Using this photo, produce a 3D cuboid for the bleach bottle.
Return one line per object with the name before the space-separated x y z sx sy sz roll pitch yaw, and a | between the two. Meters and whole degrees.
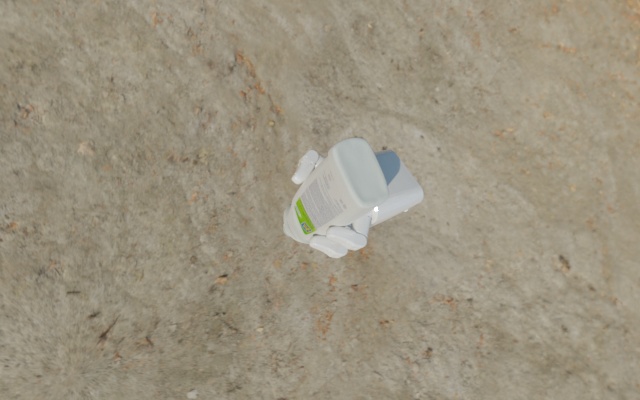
bleach bottle | 0.000 0.002 0.726 0.068 0.102 0.251 -19 -9 -32
